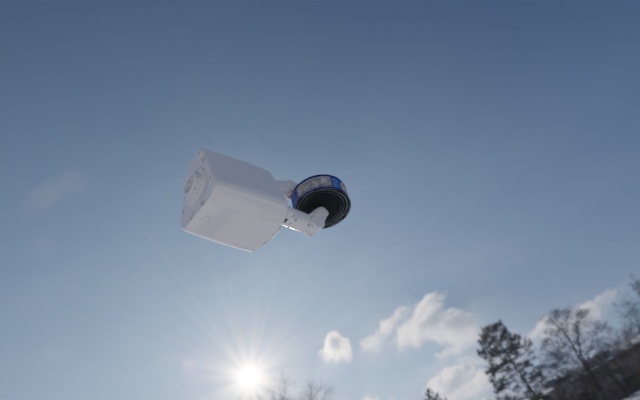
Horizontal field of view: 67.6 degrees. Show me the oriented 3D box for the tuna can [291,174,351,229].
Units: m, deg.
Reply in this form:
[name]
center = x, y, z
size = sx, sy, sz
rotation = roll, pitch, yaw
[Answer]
[tuna can]
center = 0.000, 0.002, 0.710
size = 0.086, 0.033, 0.086
rotation = -8, -44, -8
